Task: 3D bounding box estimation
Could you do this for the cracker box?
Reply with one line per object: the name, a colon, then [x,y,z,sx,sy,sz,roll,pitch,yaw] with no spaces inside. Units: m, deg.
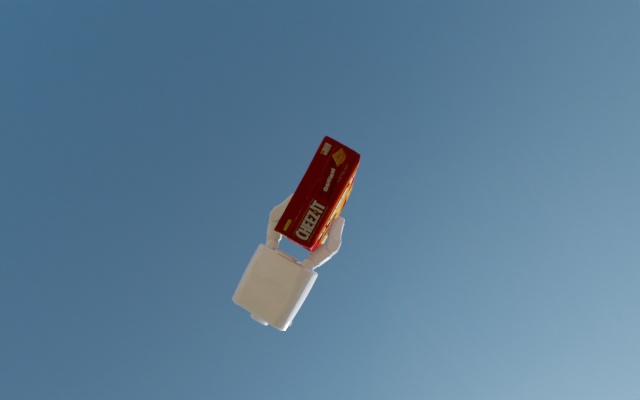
cracker box: [0.000,0.003,0.807,0.072,0.164,0.214,27,-7,5]
